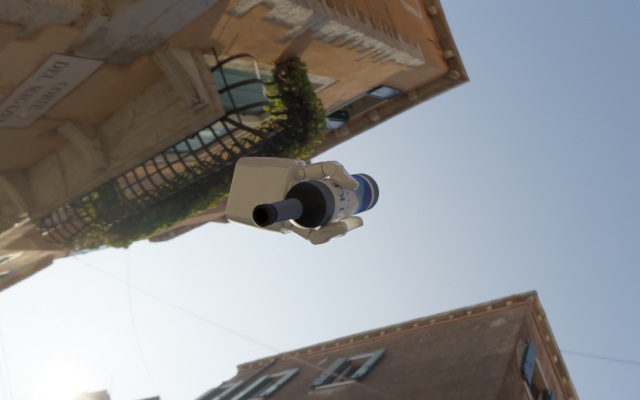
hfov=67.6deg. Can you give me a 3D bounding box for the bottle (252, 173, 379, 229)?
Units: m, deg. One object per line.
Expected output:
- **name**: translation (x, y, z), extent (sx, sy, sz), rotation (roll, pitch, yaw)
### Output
- **bottle**: translation (0.000, 0.002, 0.693), extent (0.069, 0.069, 0.295), rotation (0, 6, 29)
